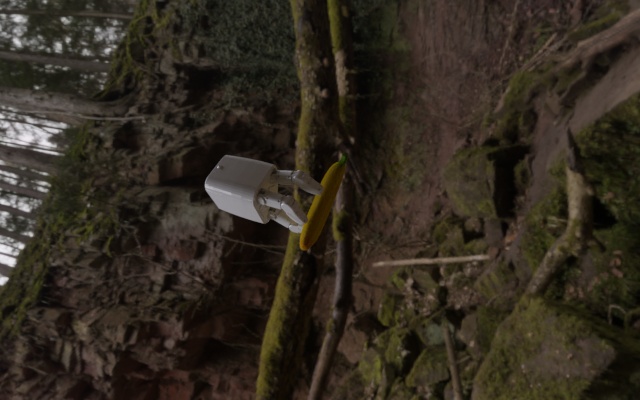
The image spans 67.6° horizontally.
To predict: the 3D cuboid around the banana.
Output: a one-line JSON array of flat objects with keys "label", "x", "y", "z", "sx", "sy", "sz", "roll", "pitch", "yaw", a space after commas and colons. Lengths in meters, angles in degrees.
[{"label": "banana", "x": 0.002, "y": 0.005, "z": 0.890, "sx": 0.037, "sy": 0.197, "sz": 0.070, "roll": 20, "pitch": -15, "yaw": 9}]
